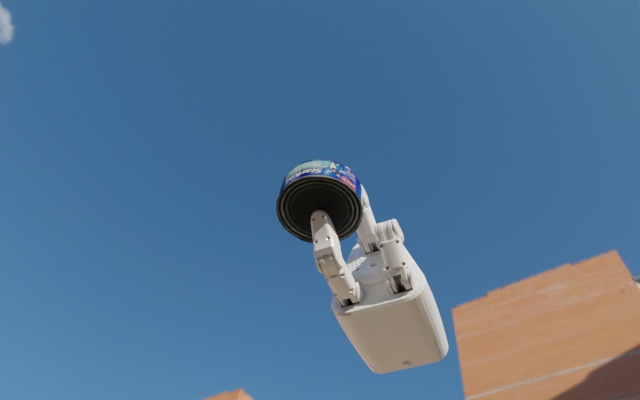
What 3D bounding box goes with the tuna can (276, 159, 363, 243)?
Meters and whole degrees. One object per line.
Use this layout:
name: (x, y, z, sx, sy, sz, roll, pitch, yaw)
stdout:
tuna can: (0.000, 0.001, 0.481, 0.086, 0.086, 0.033, 0, 38, 6)
